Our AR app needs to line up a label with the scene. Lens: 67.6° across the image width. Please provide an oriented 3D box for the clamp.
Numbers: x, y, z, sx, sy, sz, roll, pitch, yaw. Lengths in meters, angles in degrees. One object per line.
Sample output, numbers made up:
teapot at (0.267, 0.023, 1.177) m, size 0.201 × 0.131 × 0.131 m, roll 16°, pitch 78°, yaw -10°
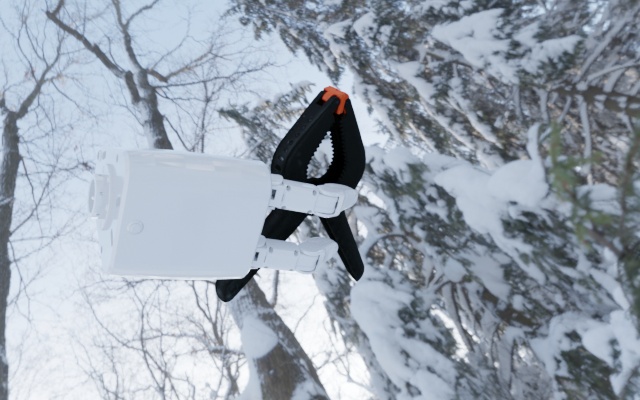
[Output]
clamp at (0.000, 0.001, 0.451) m, size 0.164 × 0.210 × 0.036 m, roll 5°, pitch 23°, yaw -37°
